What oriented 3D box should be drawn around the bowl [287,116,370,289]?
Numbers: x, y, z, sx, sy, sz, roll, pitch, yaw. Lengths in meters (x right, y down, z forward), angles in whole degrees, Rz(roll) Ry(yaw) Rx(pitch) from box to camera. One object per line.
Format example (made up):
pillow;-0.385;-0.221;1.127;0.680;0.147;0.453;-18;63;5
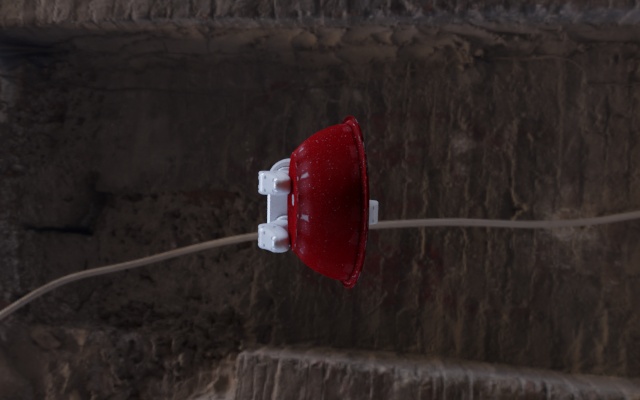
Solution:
bowl;0.000;0.001;0.446;0.055;0.162;0.162;0;0;-9
